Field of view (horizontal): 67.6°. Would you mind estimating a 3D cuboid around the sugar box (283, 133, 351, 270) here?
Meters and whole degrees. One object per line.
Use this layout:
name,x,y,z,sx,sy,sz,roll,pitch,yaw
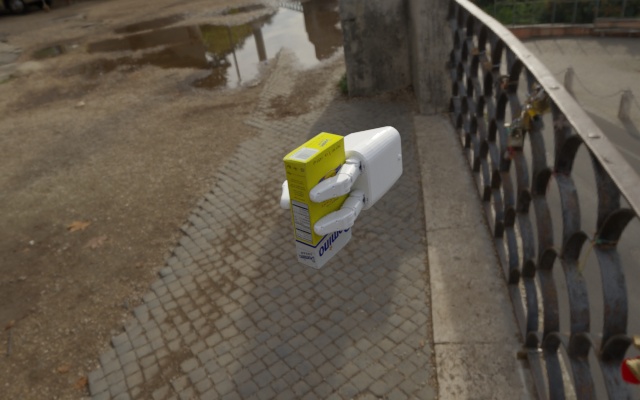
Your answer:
sugar box,0.001,0.002,0.688,0.048,0.176,0.093,15,38,35
